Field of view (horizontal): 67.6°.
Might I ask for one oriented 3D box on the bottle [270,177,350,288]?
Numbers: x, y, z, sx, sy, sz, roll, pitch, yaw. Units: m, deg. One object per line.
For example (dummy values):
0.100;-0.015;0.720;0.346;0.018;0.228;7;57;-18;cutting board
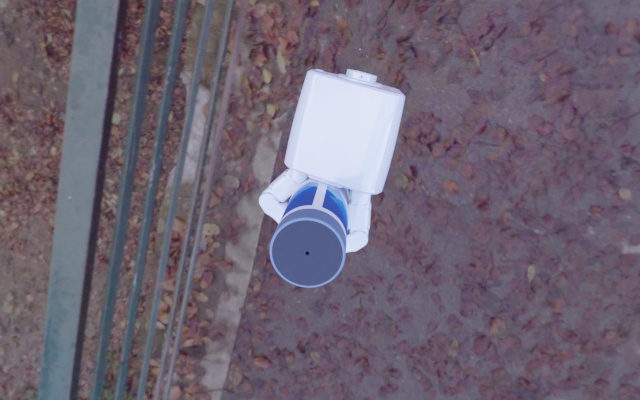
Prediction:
0.000;0.002;0.552;0.069;0.069;0.295;0;18;5;bottle
